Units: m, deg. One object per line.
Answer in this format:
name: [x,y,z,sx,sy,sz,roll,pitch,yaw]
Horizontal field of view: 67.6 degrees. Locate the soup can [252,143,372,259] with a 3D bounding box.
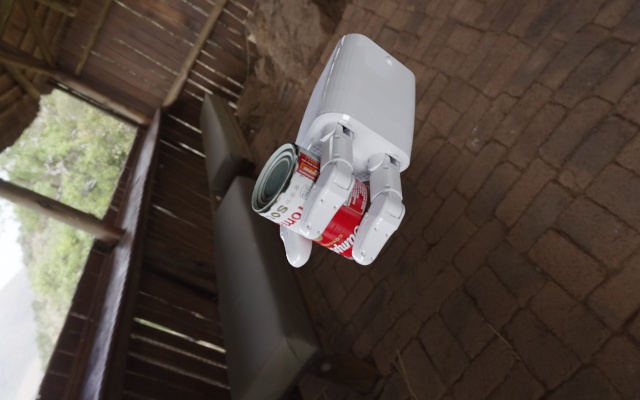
soup can: [0.000,0.002,0.420,0.102,0.068,0.068,28,-14,-26]
